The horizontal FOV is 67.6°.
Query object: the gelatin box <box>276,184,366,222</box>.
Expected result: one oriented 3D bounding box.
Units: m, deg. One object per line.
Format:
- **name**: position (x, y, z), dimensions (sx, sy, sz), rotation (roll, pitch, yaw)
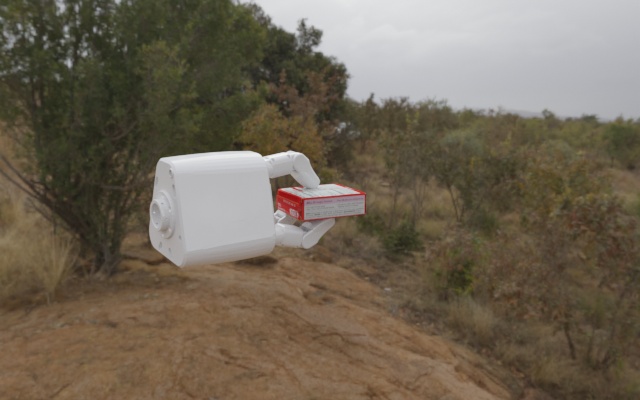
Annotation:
- **gelatin box**: position (0.000, 0.001, 0.585), dimensions (0.089, 0.030, 0.073), rotation (-6, 13, -26)
